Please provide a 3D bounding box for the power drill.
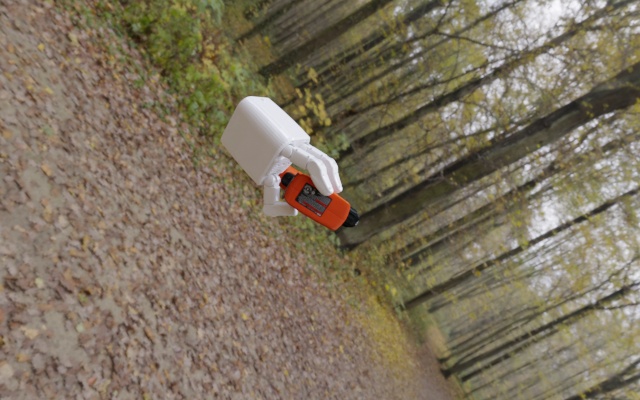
[{"bbox_3d":[0.000,0.003,0.846,0.184,0.057,0.187,31,1,-7],"label":"power drill"}]
